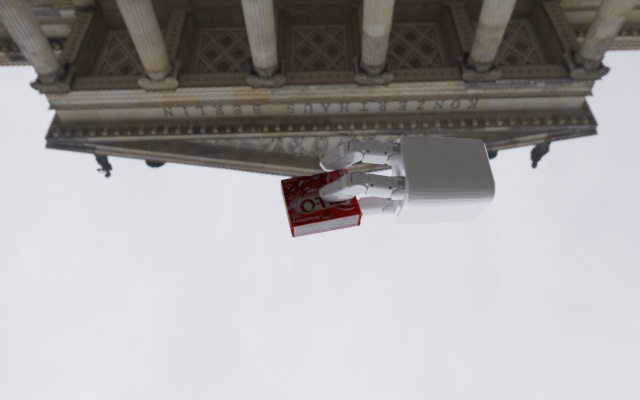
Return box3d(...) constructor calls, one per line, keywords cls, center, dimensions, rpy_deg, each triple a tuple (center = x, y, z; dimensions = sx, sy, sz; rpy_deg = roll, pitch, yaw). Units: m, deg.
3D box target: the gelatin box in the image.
box3d(cls="gelatin box", center=(0.000, 0.002, 0.595), dimensions=(0.089, 0.073, 0.030), rpy_deg=(-10, -34, -8))
